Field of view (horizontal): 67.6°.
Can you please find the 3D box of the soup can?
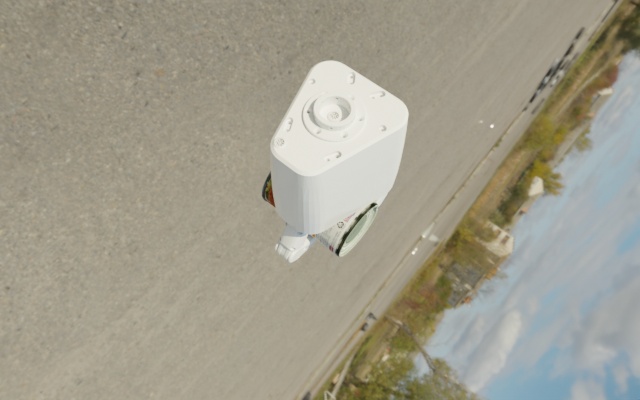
[{"bbox_3d":[0.000,0.002,0.491,0.102,0.068,0.068,37,12,16],"label":"soup can"}]
